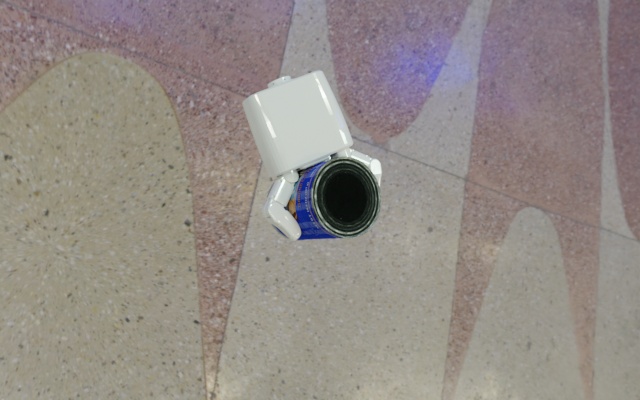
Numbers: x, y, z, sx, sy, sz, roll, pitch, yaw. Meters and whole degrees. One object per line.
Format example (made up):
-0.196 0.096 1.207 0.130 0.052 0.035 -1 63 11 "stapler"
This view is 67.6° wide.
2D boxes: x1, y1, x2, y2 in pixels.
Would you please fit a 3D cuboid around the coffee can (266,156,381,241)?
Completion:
0.000 0.002 0.649 0.103 0.103 0.140 0 -5 -29 "coffee can"
